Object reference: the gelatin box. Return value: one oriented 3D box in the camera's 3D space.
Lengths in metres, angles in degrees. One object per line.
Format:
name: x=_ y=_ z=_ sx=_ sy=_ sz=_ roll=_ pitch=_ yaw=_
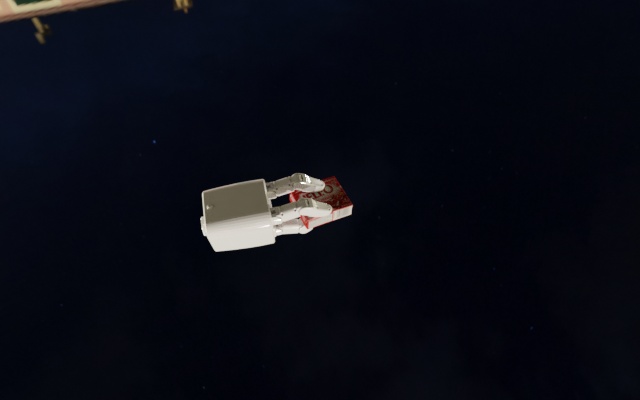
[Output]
gelatin box: x=0.000 y=0.003 z=0.827 sx=0.089 sy=0.073 sz=0.030 roll=-18 pitch=-36 yaw=-18
